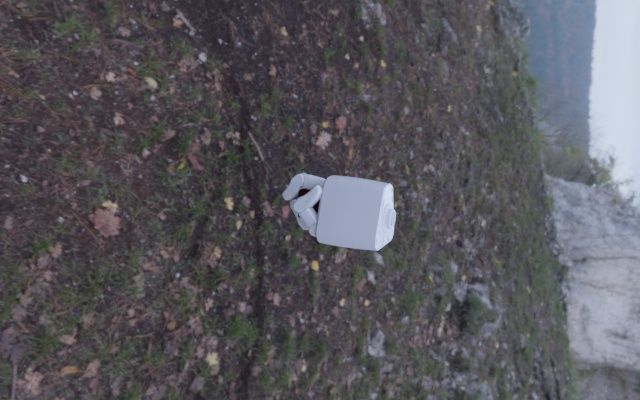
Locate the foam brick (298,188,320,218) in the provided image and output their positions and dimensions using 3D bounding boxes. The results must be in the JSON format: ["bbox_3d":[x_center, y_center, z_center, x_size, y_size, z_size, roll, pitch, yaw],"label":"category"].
[{"bbox_3d":[0.000,0.003,0.857,0.051,0.053,0.078,7,13,25],"label":"foam brick"}]
